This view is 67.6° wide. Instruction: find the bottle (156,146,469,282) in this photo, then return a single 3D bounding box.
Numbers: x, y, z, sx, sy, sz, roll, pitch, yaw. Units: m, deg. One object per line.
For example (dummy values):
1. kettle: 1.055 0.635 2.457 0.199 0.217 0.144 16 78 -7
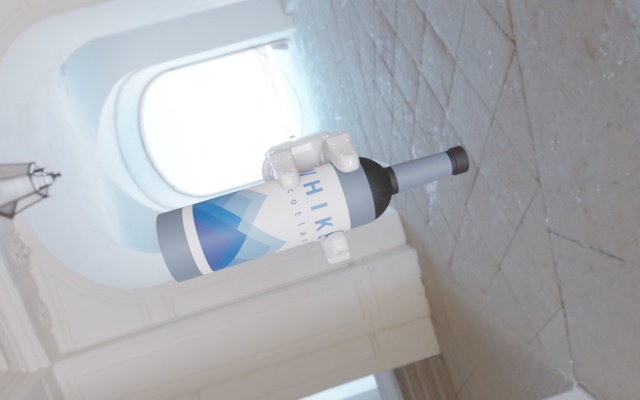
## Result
1. bottle: 0.000 0.002 0.456 0.295 0.069 0.069 -17 2 -5
